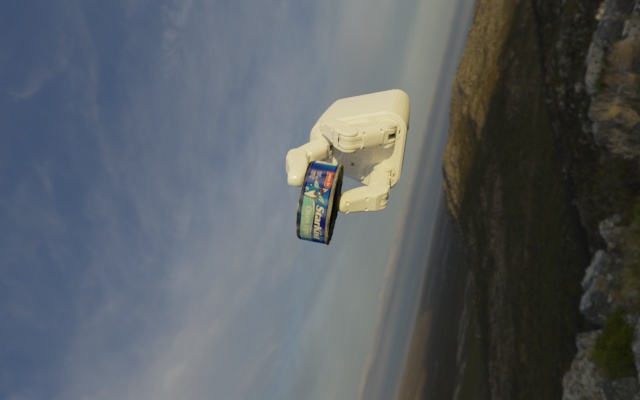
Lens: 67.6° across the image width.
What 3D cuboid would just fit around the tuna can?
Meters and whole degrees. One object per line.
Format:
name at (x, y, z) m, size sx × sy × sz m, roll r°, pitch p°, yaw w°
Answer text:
tuna can at (-0.001, 0.002, 0.498) m, size 0.034 × 0.086 × 0.086 m, roll 10°, pitch 1°, yaw 7°
